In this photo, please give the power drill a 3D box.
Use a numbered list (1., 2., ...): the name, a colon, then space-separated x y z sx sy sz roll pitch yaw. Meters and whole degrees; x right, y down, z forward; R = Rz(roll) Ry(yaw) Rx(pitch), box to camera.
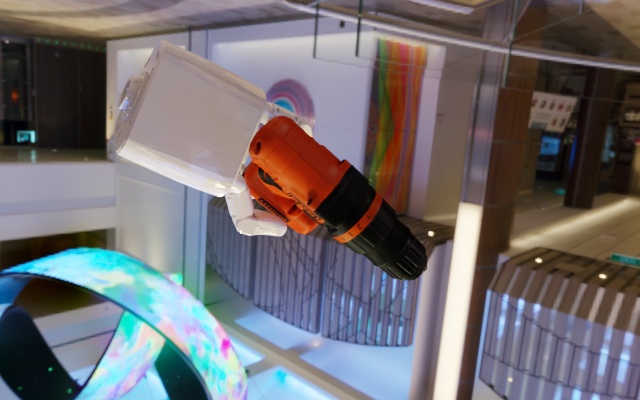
1. power drill: 0.000 0.001 0.459 0.184 0.057 0.187 43 -13 -14
